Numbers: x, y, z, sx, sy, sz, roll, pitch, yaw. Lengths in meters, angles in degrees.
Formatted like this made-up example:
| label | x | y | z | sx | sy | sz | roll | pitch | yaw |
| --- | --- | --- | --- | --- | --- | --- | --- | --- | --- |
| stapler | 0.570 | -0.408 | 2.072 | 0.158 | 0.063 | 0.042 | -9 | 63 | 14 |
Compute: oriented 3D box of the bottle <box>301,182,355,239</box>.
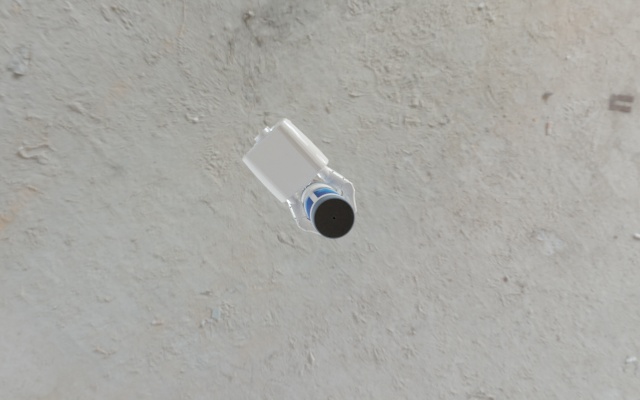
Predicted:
| label | x | y | z | sx | sy | sz | roll | pitch | yaw |
| --- | --- | --- | --- | --- | --- | --- | --- | --- | --- |
| bottle | 0.000 | 0.003 | 0.877 | 0.069 | 0.069 | 0.295 | 0 | 10 | -8 |
